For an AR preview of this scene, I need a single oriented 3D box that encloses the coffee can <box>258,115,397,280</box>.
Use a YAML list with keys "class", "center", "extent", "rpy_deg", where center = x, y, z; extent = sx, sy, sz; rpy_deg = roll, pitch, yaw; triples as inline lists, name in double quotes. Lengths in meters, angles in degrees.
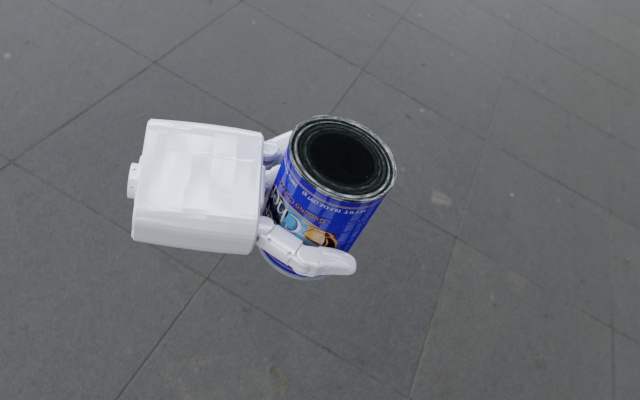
- class: "coffee can"
  center: [0.000, 0.002, 0.476]
  extent: [0.103, 0.102, 0.140]
  rpy_deg: [0, -37, -22]
